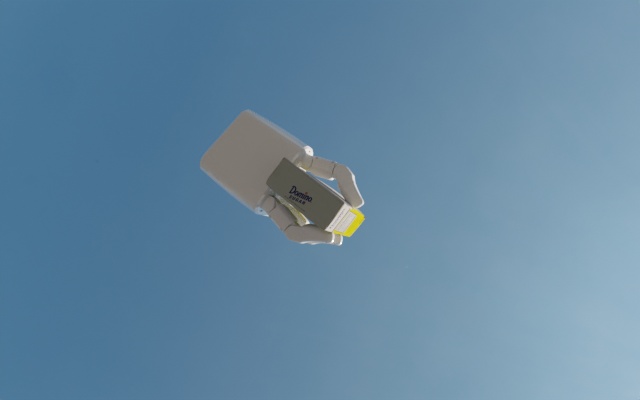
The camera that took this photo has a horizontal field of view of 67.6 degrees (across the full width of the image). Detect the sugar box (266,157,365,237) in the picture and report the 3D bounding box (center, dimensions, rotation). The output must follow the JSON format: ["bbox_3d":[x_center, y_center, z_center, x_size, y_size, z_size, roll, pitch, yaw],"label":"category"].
[{"bbox_3d":[0.000,0.002,0.619,0.093,0.048,0.176,38,5,15],"label":"sugar box"}]
